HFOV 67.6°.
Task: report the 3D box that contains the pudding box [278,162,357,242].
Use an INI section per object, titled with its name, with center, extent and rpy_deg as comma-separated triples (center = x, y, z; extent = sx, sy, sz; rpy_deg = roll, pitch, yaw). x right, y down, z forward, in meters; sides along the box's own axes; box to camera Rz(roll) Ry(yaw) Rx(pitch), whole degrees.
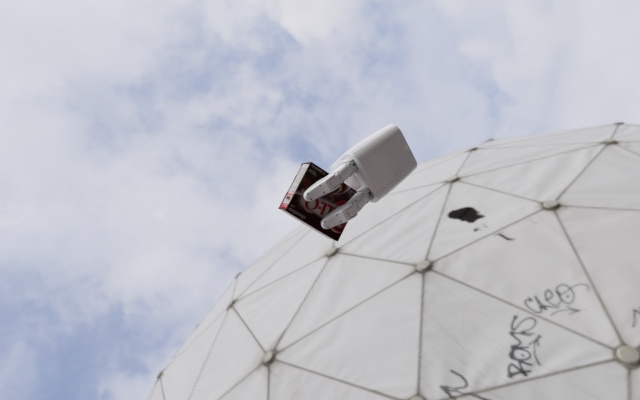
[pudding box]
center = 0.000, 0.002, 0.782
extent = 0.113, 0.090, 0.039
rpy_deg = 31, -11, -23
